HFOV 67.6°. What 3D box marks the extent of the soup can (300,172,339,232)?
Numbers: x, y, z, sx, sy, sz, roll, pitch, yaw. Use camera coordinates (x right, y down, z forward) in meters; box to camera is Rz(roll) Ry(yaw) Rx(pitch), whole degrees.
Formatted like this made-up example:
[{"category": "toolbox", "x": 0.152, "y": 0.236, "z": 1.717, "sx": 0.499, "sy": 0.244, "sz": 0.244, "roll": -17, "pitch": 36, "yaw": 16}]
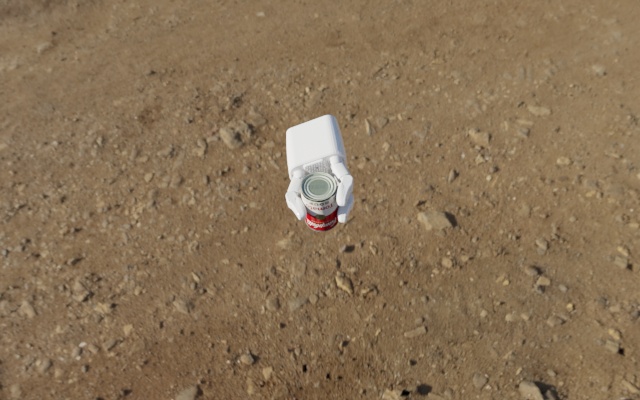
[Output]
[{"category": "soup can", "x": 0.000, "y": 0.003, "z": 0.883, "sx": 0.068, "sy": 0.068, "sz": 0.102, "roll": 0, "pitch": -35, "yaw": 4}]
